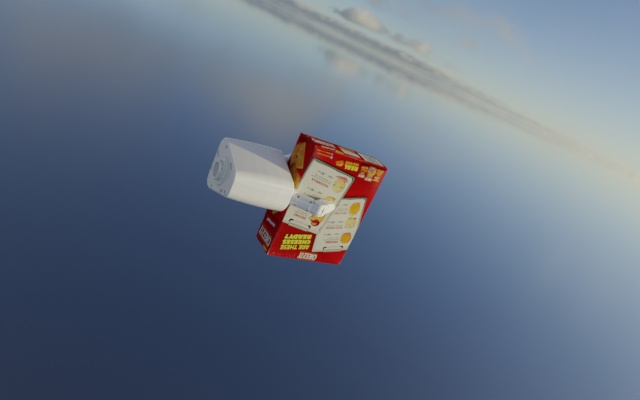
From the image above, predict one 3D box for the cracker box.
[{"bbox_3d":[0.000,0.003,0.866,0.164,0.214,0.072,13,22,-34],"label":"cracker box"}]
